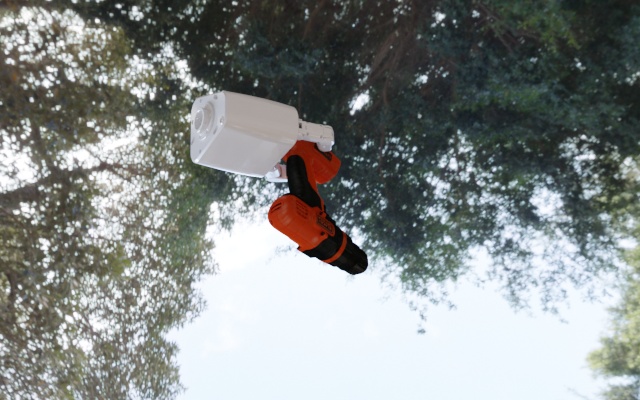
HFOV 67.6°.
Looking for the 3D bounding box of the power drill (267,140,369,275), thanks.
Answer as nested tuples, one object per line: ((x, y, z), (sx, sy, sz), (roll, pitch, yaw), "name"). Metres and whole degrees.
((0.000, 0.002, 0.685), (0.057, 0.187, 0.184), (-31, -47, 24), "power drill")
